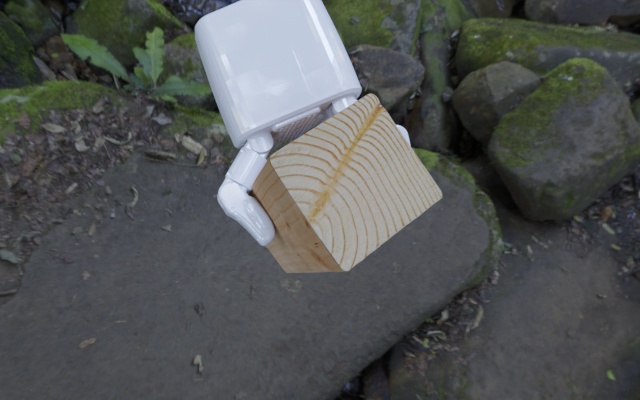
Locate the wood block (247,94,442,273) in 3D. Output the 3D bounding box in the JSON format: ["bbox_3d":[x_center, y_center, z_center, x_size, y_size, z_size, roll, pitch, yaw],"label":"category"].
[{"bbox_3d":[0.000,0.001,0.410,0.091,0.090,0.206,-34,1,-16],"label":"wood block"}]
